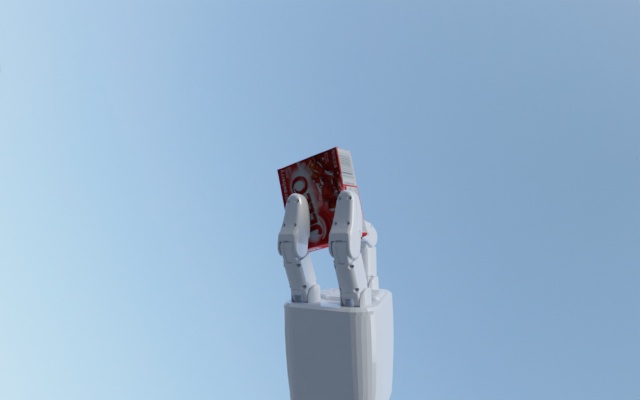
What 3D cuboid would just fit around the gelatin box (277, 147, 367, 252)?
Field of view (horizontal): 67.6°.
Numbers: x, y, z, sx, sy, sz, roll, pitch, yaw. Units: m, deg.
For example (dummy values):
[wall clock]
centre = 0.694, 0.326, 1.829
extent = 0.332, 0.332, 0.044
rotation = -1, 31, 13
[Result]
[gelatin box]
centre = 0.000, 0.001, 0.465
extent = 0.073, 0.089, 0.030
rotation = -18, -14, 31
